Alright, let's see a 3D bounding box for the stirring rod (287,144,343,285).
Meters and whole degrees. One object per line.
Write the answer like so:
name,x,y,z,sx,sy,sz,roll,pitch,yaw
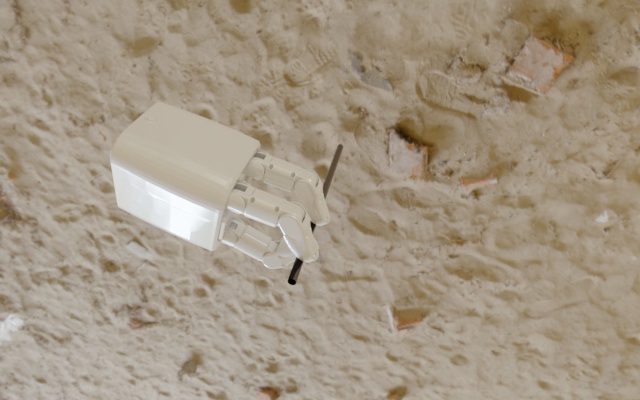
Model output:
stirring rod,0.000,0.002,0.512,0.011,0.011,0.239,0,35,15
